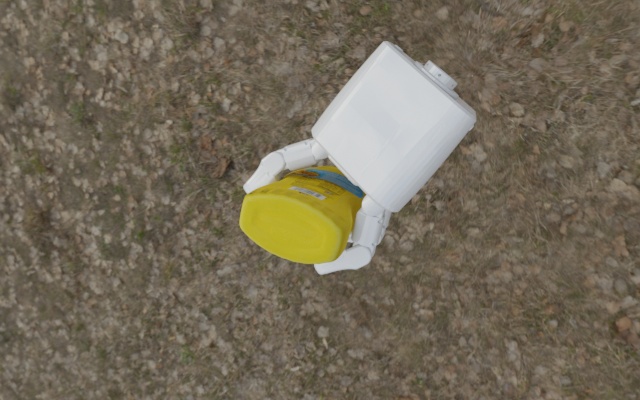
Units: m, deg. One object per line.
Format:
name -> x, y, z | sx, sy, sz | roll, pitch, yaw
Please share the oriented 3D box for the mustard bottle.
mustard bottle -> 0.000, 0.002, 0.491 | 0.096, 0.058, 0.191 | 17, 19, 13
